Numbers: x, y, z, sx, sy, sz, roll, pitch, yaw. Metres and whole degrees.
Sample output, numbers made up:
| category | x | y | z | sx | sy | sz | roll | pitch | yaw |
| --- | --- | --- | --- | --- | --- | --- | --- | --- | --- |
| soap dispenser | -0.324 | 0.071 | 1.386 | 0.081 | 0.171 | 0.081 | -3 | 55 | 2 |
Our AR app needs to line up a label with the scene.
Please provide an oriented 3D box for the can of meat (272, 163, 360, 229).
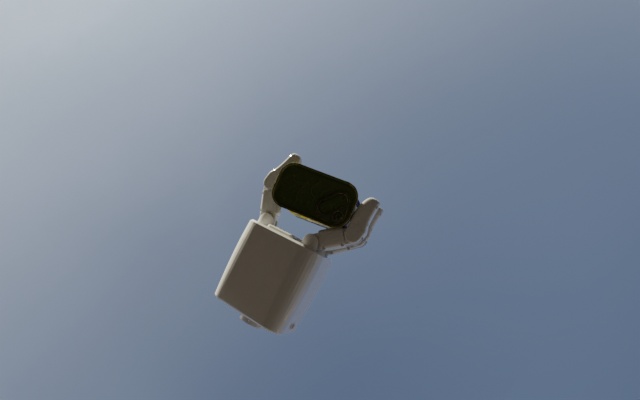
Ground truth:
| category | x | y | z | sx | sy | sz | roll | pitch | yaw |
| --- | --- | --- | --- | --- | --- | --- | --- | --- | --- |
| can of meat | 0.000 | 0.002 | 0.601 | 0.102 | 0.057 | 0.084 | 21 | -8 | 15 |
